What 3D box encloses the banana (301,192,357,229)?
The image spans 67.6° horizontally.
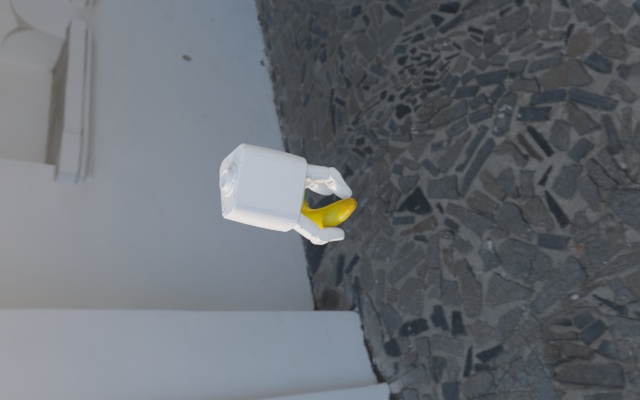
[{"bbox_3d":[-0.007,0.020,0.817,0.037,0.069,0.198,17,-3,-29],"label":"banana"}]
